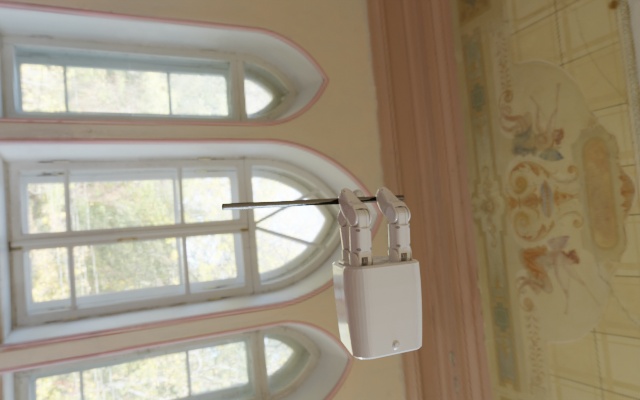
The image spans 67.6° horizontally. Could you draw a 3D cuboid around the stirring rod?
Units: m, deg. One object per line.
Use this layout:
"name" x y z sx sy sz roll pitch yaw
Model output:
"stirring rod" 0.000 0.002 0.581 0.239 0.011 0.011 -3 1 -25
